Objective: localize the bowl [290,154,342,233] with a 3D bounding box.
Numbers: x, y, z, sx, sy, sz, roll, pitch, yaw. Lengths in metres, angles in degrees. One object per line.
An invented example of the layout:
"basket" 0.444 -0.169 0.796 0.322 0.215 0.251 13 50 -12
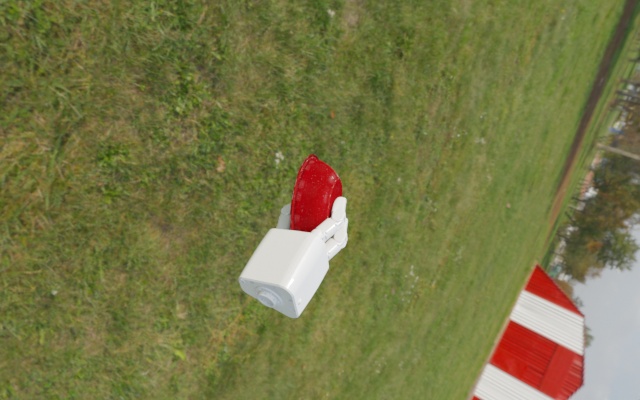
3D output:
"bowl" 0.001 0.002 0.832 0.055 0.162 0.162 9 2 15
